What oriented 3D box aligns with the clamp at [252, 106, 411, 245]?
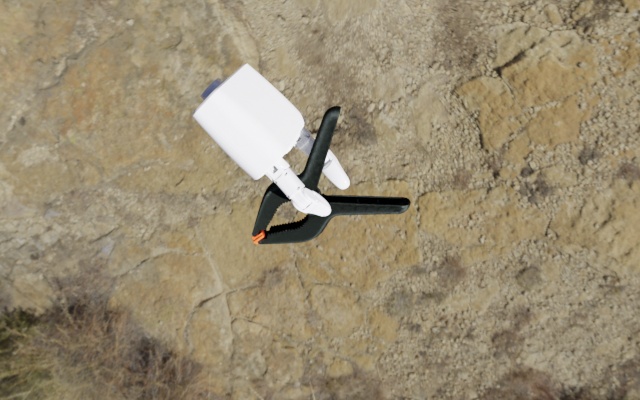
[{"bbox_3d":[-0.001,0.003,0.624,0.210,0.164,0.036,-40,15,21],"label":"clamp"}]
